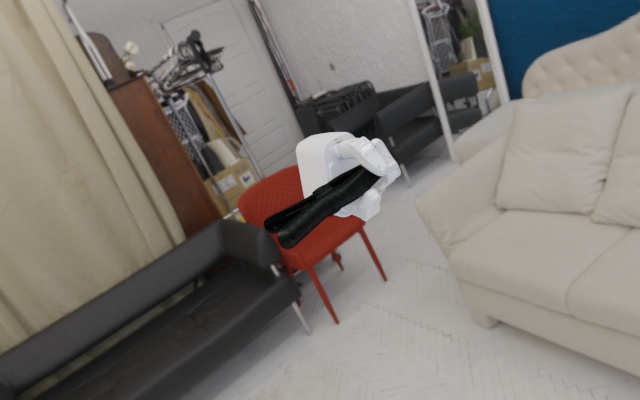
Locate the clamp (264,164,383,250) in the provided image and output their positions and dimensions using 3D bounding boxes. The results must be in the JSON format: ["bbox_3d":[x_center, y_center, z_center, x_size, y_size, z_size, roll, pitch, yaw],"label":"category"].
[{"bbox_3d":[0.000,0.001,0.619,0.171,0.039,0.120,-33,20,-19],"label":"clamp"}]
